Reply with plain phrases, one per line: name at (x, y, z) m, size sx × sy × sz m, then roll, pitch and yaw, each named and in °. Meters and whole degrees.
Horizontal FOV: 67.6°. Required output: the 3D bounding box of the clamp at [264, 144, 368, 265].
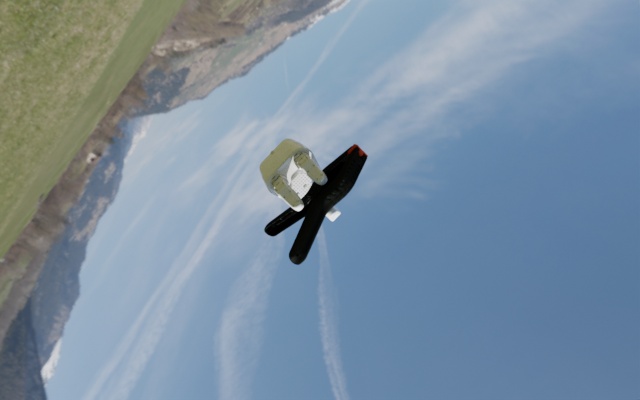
clamp at (0.001, 0.002, 0.741) m, size 0.036 × 0.210 × 0.164 m, roll 42°, pitch 2°, yaw -24°
